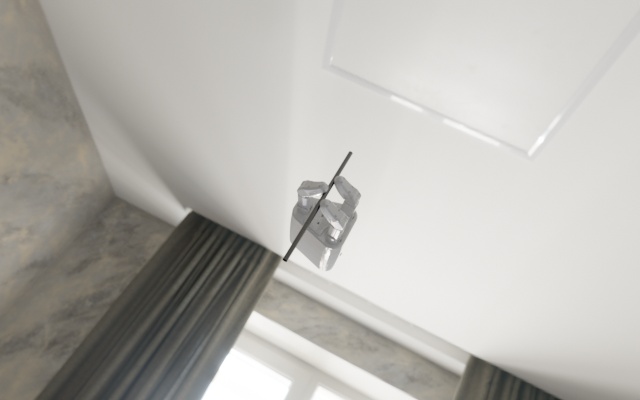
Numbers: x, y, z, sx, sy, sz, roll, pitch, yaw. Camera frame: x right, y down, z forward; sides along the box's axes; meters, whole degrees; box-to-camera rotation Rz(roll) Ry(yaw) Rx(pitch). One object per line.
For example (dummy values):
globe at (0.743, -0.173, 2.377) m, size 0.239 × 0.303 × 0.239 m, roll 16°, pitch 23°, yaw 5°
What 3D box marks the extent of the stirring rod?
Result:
stirring rod at (0.000, 0.003, 0.771) m, size 0.011 × 0.239 × 0.011 m, roll 21°, pitch -34°, yaw 15°
